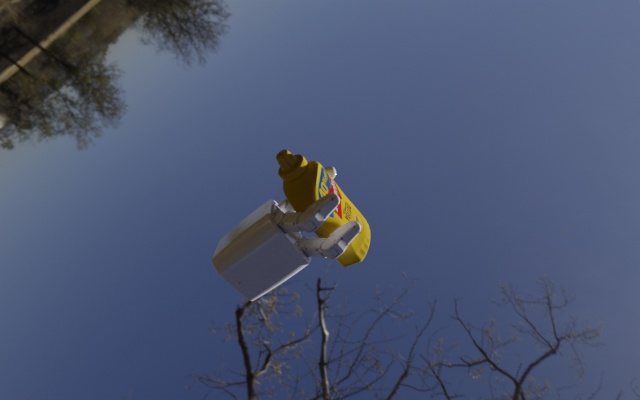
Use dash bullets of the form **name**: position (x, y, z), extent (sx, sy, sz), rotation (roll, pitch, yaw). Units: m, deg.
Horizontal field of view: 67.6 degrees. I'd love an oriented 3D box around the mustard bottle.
- **mustard bottle**: position (0.001, 0.002, 0.672), extent (0.058, 0.096, 0.192), rotation (-23, -55, 26)
